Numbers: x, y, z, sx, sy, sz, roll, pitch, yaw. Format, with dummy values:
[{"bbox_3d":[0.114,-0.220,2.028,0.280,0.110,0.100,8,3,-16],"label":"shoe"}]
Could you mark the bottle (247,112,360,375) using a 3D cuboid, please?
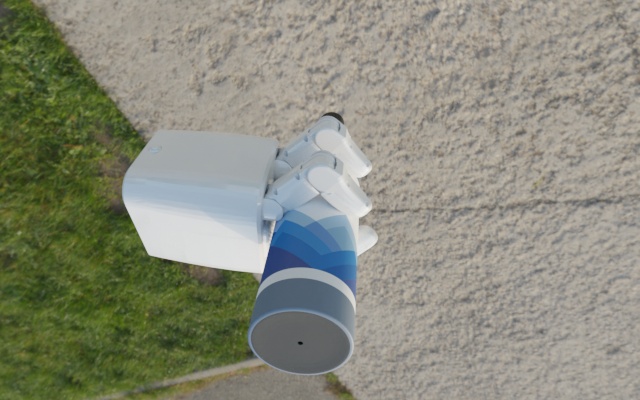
[{"bbox_3d":[0.000,0.002,0.412,0.069,0.069,0.295,0,37,6],"label":"bottle"}]
